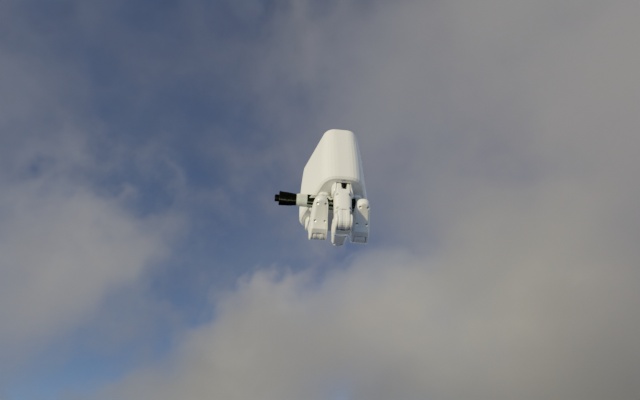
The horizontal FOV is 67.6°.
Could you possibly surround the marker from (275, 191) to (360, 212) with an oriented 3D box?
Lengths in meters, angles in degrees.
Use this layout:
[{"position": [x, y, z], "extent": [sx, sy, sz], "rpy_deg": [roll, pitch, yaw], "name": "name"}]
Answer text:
[{"position": [0.000, 0.002, 0.629], "extent": [0.121, 0.020, 0.020], "rpy_deg": [5, -1, -6], "name": "marker"}]
